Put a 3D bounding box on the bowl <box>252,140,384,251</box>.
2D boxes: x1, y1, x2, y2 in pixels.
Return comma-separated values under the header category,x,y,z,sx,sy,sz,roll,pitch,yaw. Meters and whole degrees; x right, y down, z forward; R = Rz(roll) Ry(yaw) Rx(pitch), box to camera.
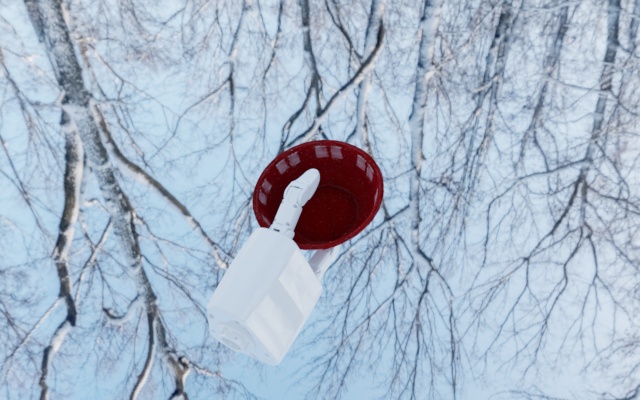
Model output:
category,x,y,z,sx,sy,sz,roll,pitch,yaw
bowl,0.001,0.001,0.598,0.162,0.162,0.055,0,-33,12
